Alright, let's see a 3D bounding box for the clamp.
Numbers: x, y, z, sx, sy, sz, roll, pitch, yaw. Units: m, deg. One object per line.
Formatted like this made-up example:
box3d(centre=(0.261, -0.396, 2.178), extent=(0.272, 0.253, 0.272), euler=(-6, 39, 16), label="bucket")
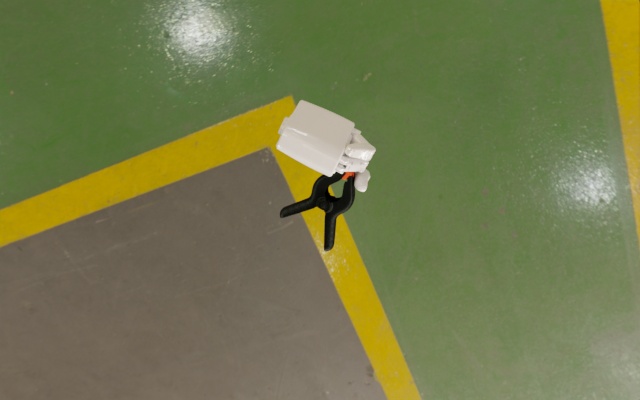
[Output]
box3d(centre=(0.000, 0.003, 0.875), extent=(0.120, 0.171, 0.039), euler=(27, 25, -1), label="clamp")
